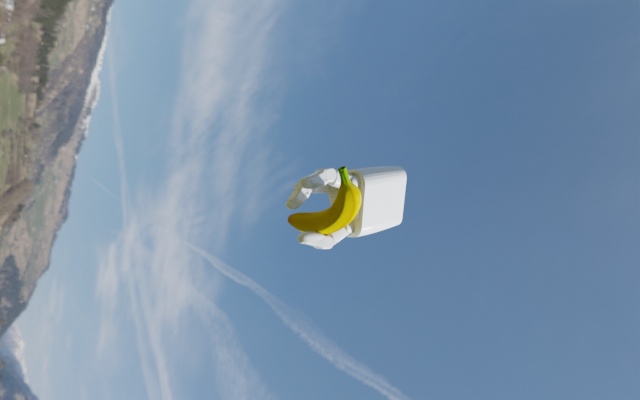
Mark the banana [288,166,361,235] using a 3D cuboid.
[{"bbox_3d":[0.010,0.017,0.732,0.037,0.069,0.198,-22,-12,-36],"label":"banana"}]
